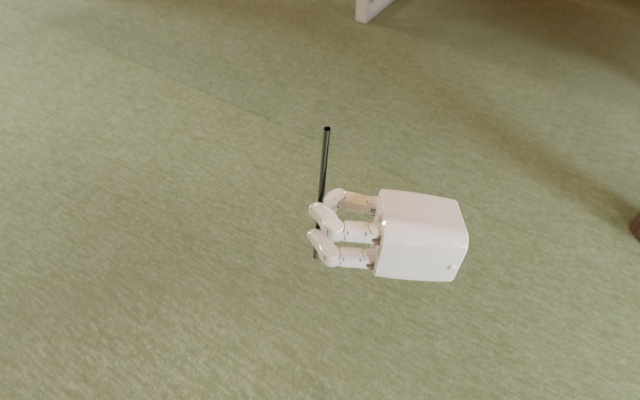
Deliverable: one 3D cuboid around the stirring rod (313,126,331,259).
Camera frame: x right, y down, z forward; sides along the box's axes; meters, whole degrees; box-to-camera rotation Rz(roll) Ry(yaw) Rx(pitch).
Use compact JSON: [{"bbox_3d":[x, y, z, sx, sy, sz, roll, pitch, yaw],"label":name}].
[{"bbox_3d":[0.000,0.002,0.613,0.011,0.011,0.240,0,-42,-5],"label":"stirring rod"}]
